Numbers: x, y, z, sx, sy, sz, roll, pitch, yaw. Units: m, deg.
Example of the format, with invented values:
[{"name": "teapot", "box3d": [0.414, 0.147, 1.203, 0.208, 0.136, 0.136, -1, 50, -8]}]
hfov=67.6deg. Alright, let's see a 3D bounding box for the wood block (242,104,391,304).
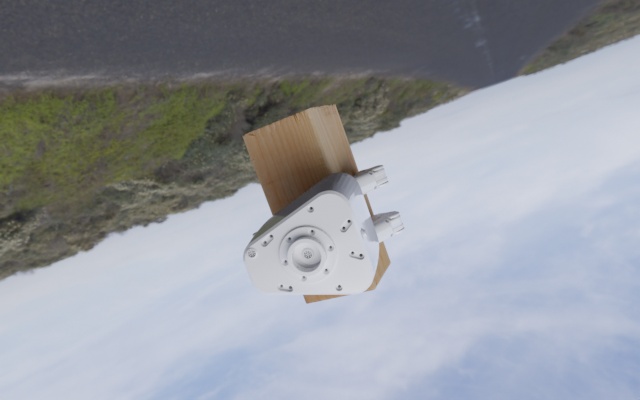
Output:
[{"name": "wood block", "box3d": [0.000, 0.002, 0.560, 0.091, 0.206, 0.090, -17, 7, 23]}]
